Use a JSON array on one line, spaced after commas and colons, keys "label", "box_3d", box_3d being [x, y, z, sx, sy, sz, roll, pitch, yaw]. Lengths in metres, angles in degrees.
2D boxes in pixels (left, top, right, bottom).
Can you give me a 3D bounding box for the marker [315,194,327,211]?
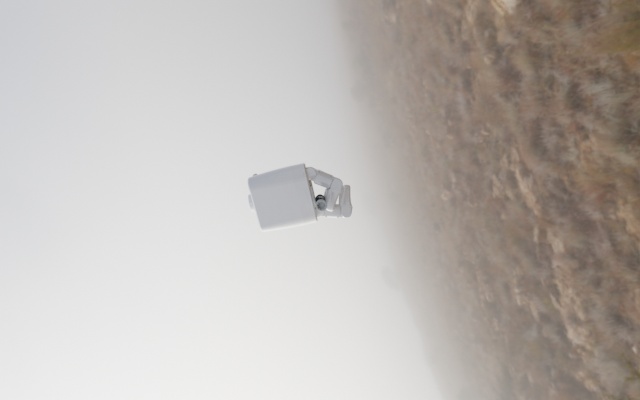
[{"label": "marker", "box_3d": [0.000, 0.003, 0.836, 0.020, 0.020, 0.121, 0, 6, -1]}]
